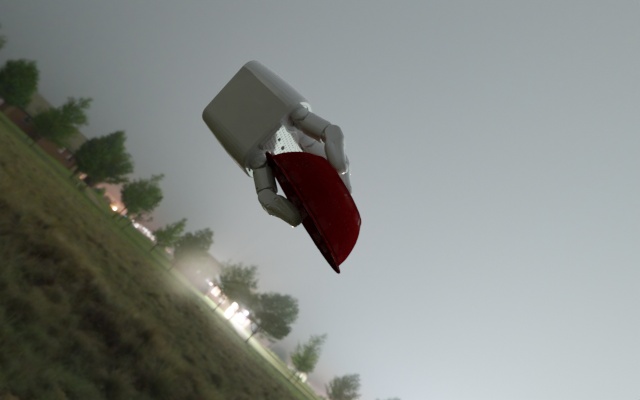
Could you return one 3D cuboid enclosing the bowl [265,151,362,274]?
[{"bbox_3d":[0.001,0.003,0.548,0.055,0.162,0.162,-30,4,-7],"label":"bowl"}]
